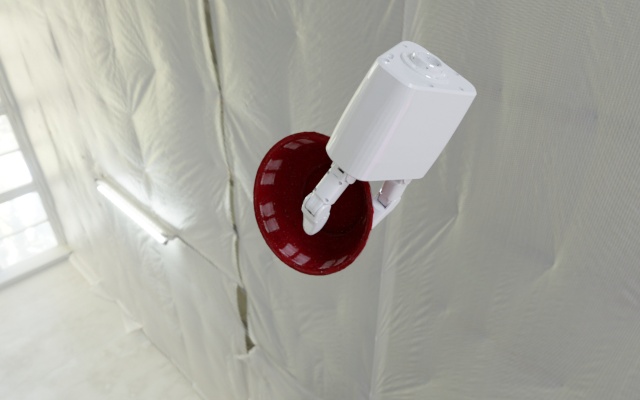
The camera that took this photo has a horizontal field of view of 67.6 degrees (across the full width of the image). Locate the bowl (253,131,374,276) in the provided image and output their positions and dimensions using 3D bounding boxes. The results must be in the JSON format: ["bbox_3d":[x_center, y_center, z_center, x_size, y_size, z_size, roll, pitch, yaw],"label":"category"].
[{"bbox_3d":[-0.001,0.002,0.551,0.162,0.162,0.055,0,7,33],"label":"bowl"}]
